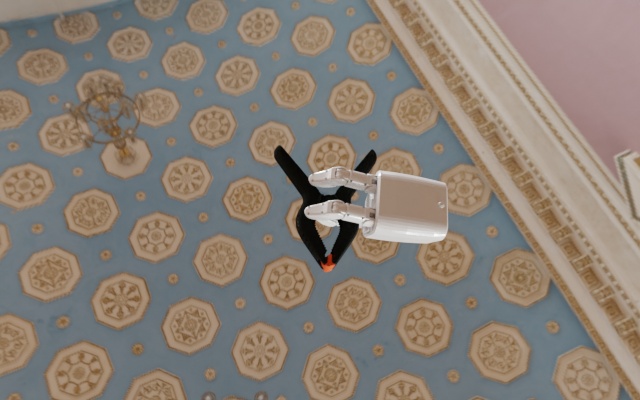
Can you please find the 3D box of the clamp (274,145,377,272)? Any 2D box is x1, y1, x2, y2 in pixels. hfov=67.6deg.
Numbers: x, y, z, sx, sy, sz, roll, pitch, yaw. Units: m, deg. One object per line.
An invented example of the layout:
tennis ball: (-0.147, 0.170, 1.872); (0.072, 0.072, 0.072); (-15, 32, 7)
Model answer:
clamp: (0.000, 0.003, 0.727); (0.164, 0.210, 0.036); (7, -27, -2)
